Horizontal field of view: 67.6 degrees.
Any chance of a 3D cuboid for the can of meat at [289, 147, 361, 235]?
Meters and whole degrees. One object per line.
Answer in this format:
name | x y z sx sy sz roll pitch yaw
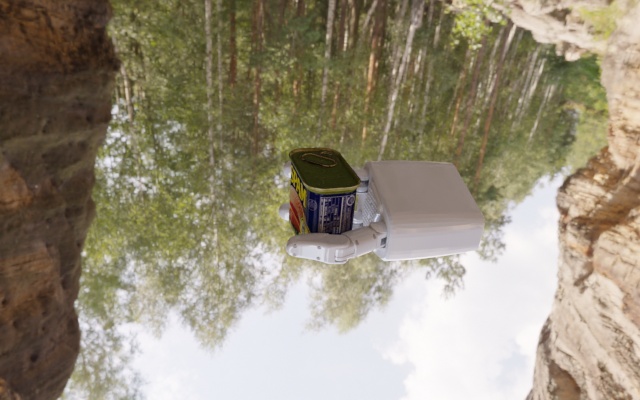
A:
can of meat | 0.000 0.002 0.503 0.057 0.084 0.102 -4 29 -15
